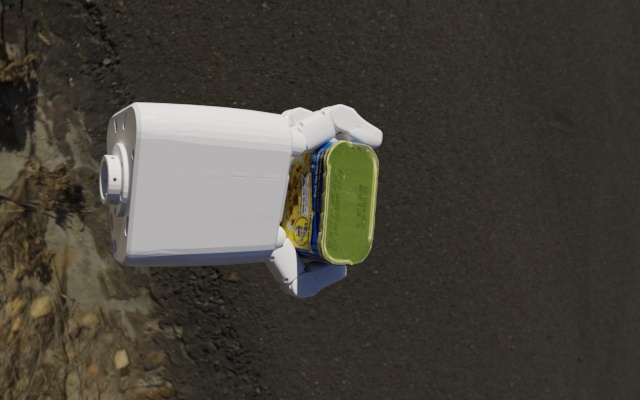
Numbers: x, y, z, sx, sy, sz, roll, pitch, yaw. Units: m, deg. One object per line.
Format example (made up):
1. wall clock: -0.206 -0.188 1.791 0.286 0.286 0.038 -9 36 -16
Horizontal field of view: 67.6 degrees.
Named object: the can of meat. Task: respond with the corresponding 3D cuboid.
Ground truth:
1. can of meat: 0.000 0.001 0.400 0.057 0.102 0.084 4 -1 -35
